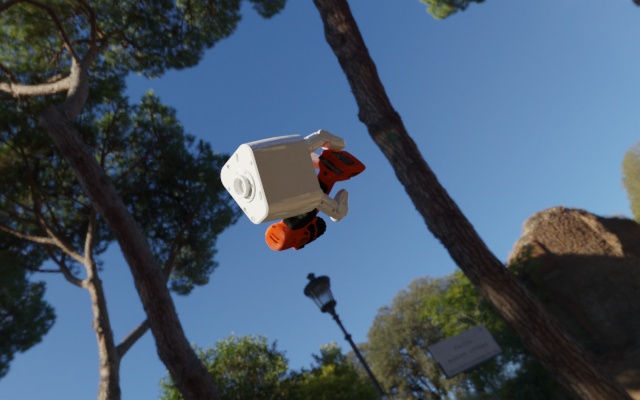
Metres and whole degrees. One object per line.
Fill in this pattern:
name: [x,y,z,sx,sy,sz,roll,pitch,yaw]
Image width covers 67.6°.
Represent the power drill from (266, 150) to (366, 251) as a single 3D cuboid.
power drill: [0.000,0.002,0.829,0.057,0.188,0.184,38,18,15]
